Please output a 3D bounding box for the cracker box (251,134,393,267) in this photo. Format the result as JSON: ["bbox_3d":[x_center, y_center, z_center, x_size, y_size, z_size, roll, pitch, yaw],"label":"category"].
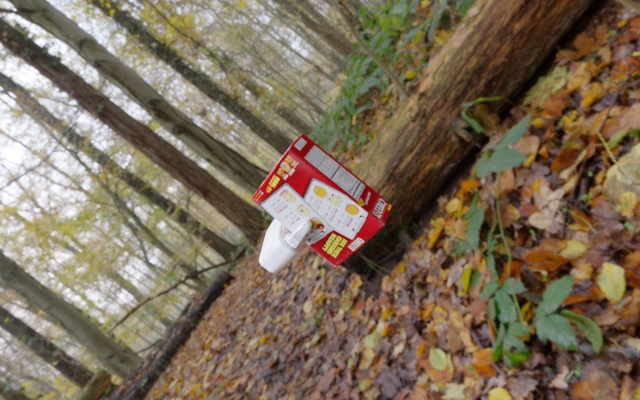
[{"bbox_3d":[0.000,0.003,0.889,0.164,0.214,0.072,-47,7,43],"label":"cracker box"}]
